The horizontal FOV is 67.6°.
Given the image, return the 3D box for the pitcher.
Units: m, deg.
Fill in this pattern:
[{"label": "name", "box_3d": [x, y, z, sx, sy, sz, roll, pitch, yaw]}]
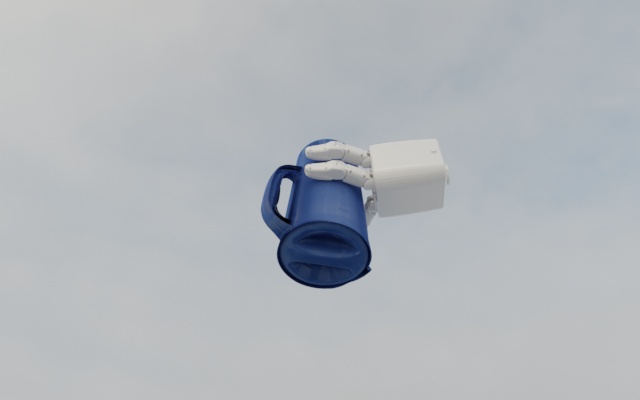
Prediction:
[{"label": "pitcher", "box_3d": [0.000, 0.002, 0.749, 0.145, 0.149, 0.242, -6, 38, 7]}]
